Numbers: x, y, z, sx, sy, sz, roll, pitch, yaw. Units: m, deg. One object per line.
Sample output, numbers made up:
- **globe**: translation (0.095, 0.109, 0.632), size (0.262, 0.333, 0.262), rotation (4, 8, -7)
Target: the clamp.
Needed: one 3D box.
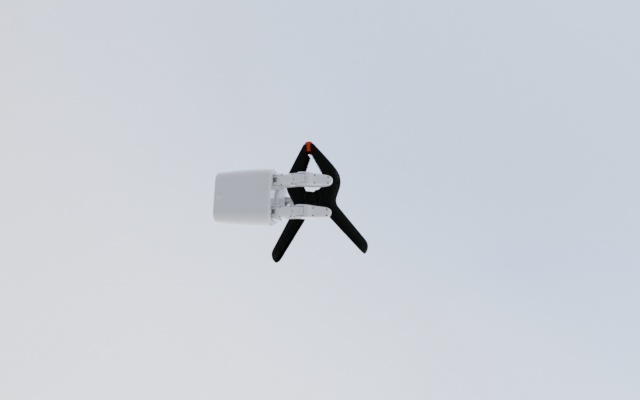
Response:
- **clamp**: translation (0.000, 0.002, 0.819), size (0.164, 0.210, 0.036), rotation (0, -10, 11)
